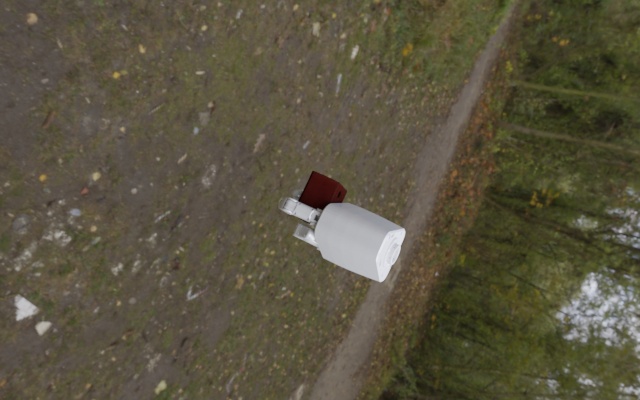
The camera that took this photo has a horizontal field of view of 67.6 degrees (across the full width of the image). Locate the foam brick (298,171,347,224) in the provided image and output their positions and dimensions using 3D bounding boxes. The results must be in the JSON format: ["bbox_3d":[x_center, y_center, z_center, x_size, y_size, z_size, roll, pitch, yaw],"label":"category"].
[{"bbox_3d":[0.000,0.002,0.765,0.051,0.078,0.053,22,-7,24],"label":"foam brick"}]
